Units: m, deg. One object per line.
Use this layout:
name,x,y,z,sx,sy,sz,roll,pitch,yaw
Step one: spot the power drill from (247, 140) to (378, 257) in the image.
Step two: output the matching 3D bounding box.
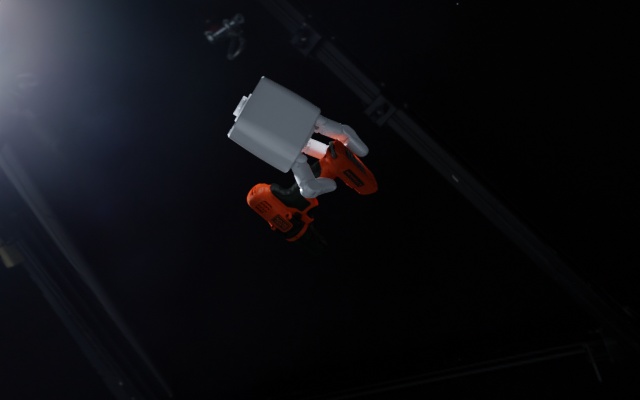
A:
power drill,0.000,0.002,0.802,0.188,0.057,0.184,-37,-57,17
